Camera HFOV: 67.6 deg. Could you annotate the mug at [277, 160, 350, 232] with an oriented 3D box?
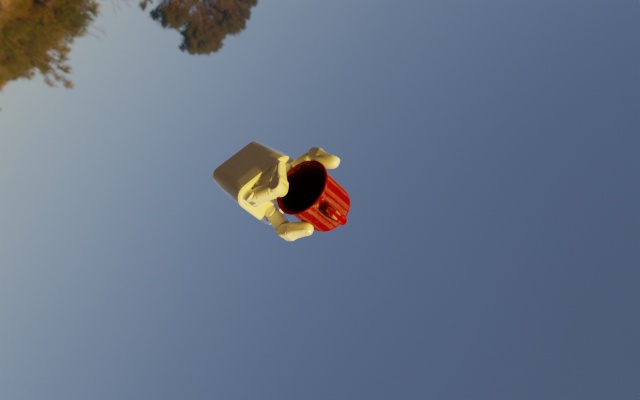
[{"bbox_3d":[0.001,0.003,0.733,0.117,0.093,0.081,35,-3,45],"label":"mug"}]
